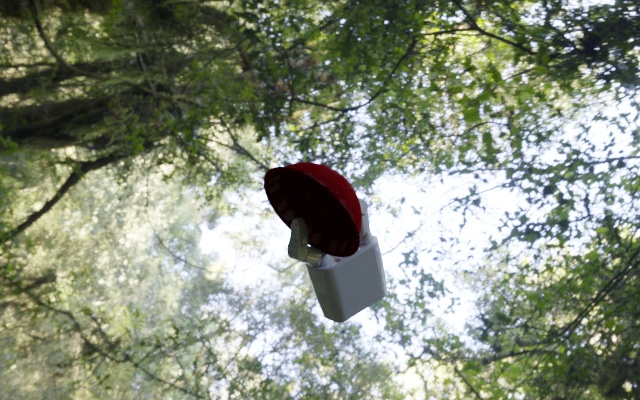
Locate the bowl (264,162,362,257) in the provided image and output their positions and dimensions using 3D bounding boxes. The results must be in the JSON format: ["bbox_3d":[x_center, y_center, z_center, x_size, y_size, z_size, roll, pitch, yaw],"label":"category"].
[{"bbox_3d":[0.000,0.001,0.655,0.162,0.162,0.055,0,40,51],"label":"bowl"}]
